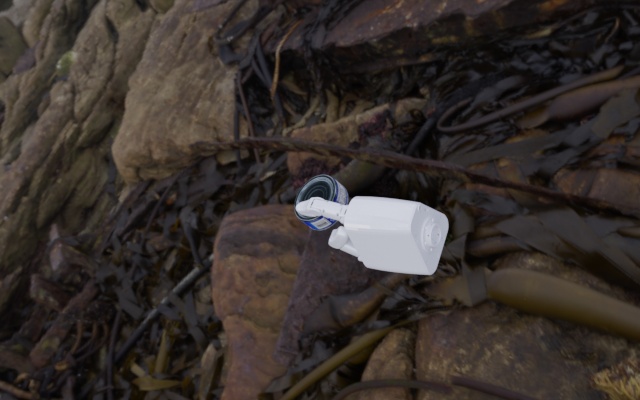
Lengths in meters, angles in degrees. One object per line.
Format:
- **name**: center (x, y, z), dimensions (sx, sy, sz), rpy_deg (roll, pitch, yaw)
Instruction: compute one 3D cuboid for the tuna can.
- **tuna can**: center (0.000, 0.002, 0.758), dimensions (0.086, 0.086, 0.034), rpy_deg (0, -28, 42)
